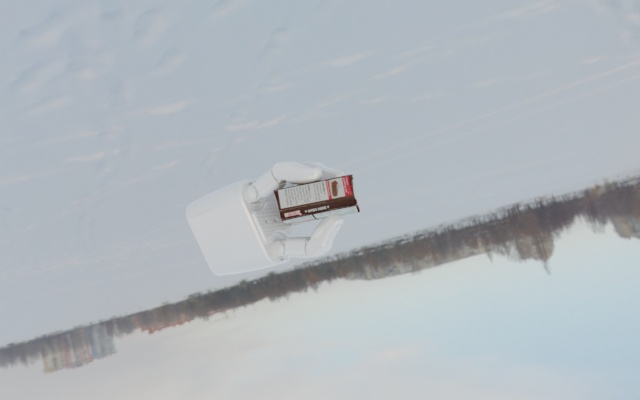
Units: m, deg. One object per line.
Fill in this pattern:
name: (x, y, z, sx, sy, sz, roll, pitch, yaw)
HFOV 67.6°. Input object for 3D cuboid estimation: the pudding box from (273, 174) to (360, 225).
pudding box: (0.000, 0.002, 0.569, 0.090, 0.039, 0.113, -12, -5, 4)
